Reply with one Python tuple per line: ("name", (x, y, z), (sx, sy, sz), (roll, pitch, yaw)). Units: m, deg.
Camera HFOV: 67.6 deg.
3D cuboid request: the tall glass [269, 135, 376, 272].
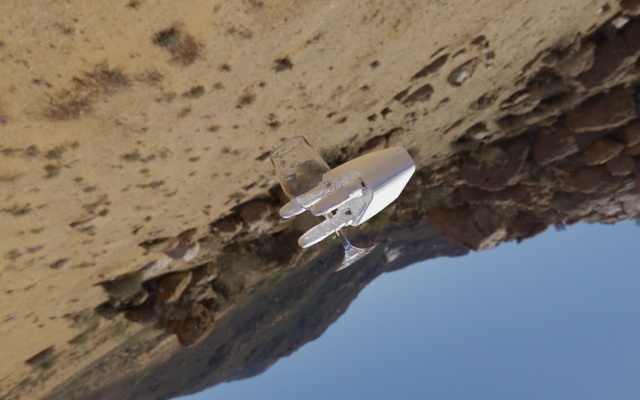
("tall glass", (0.000, 0.003, 0.718), (0.079, 0.201, 0.079), (-32, -4, -2))
